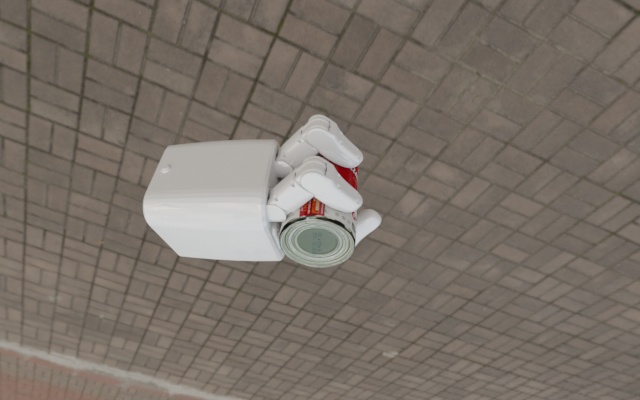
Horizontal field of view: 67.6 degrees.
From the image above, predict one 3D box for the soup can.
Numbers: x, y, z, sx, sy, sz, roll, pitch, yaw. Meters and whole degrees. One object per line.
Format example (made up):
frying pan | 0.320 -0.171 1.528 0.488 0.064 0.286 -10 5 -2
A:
soup can | 0.001 0.002 0.440 0.068 0.102 0.069 3 -44 3
